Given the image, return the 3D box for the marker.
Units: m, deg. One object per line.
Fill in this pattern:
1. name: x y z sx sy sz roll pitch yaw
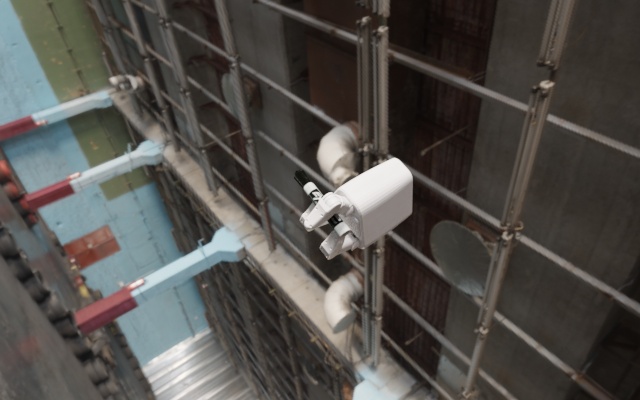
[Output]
1. marker: 0.000 0.002 0.684 0.020 0.121 0.020 -33 -21 -14
